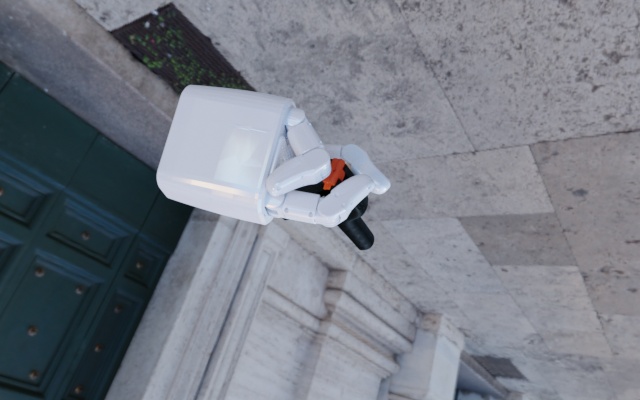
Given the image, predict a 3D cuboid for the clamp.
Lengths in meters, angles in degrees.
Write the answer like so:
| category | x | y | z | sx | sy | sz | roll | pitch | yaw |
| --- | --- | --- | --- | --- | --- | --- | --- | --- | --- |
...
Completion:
| category | x | y | z | sx | sy | sz | roll | pitch | yaw |
| --- | --- | --- | --- | --- | --- | --- | --- | --- | --- |
| clamp | 0.000 | 0.002 | 0.516 | 0.120 | 0.039 | 0.172 | 12 | -26 | 12 |
